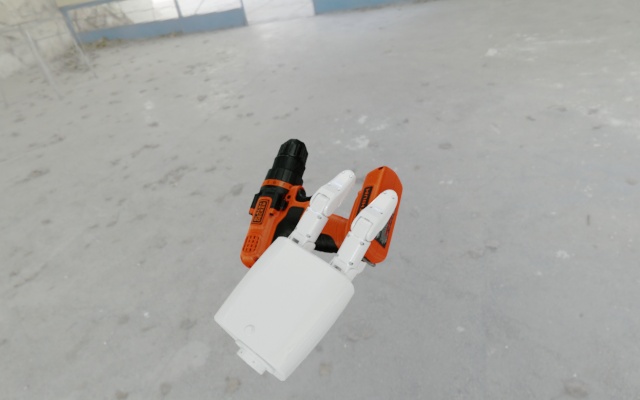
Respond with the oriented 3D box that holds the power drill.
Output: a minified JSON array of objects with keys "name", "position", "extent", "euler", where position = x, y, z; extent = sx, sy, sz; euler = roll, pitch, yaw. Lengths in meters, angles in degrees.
[{"name":"power drill","position":[0.000,0.002,0.572],"extent":[0.187,0.184,0.057],"euler":[-1,-26,37]}]
